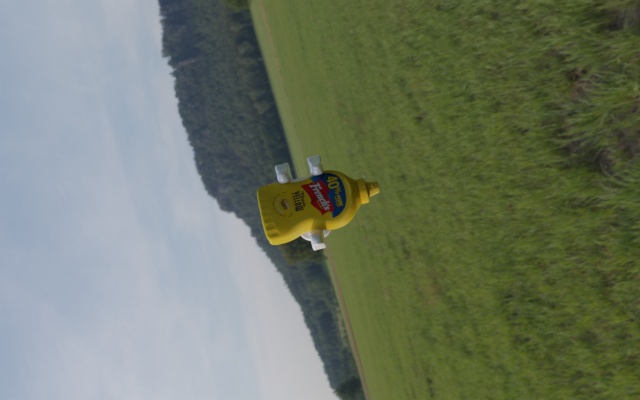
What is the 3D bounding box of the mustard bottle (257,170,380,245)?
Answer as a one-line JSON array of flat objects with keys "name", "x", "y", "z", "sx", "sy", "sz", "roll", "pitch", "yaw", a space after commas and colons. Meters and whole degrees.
[{"name": "mustard bottle", "x": 0.000, "y": 0.002, "z": 0.765, "sx": 0.191, "sy": 0.096, "sz": 0.058, "roll": -15, "pitch": -25, "yaw": 0}]
